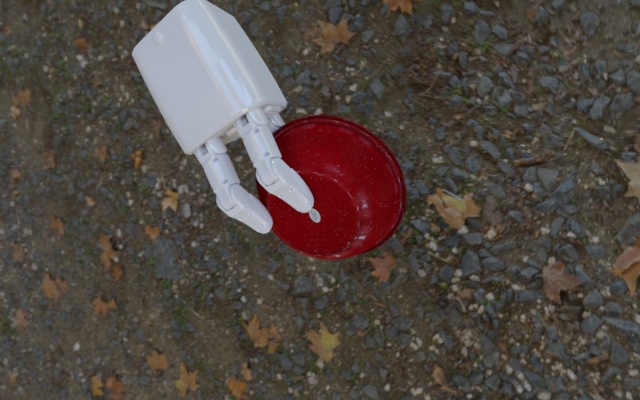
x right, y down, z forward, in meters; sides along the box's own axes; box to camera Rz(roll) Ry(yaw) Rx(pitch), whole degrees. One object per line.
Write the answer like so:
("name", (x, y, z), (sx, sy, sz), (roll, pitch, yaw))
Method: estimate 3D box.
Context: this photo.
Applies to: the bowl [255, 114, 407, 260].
("bowl", (0.001, 0.003, 0.468), (0.162, 0.162, 0.055), (0, 28, 20))
